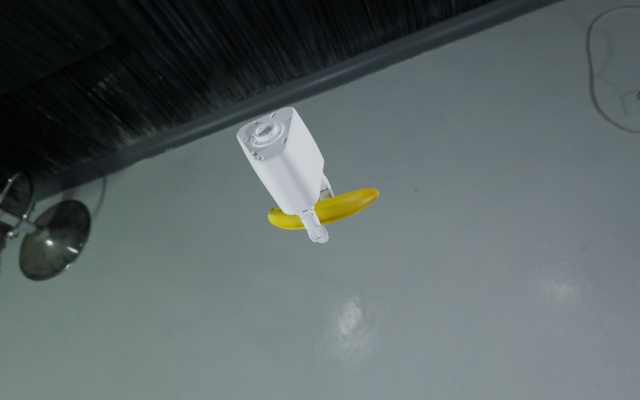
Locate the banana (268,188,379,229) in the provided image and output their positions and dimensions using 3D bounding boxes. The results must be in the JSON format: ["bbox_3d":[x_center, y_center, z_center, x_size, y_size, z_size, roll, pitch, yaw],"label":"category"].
[{"bbox_3d":[-0.008,0.014,0.747,0.198,0.037,0.069,-9,33,25],"label":"banana"}]
